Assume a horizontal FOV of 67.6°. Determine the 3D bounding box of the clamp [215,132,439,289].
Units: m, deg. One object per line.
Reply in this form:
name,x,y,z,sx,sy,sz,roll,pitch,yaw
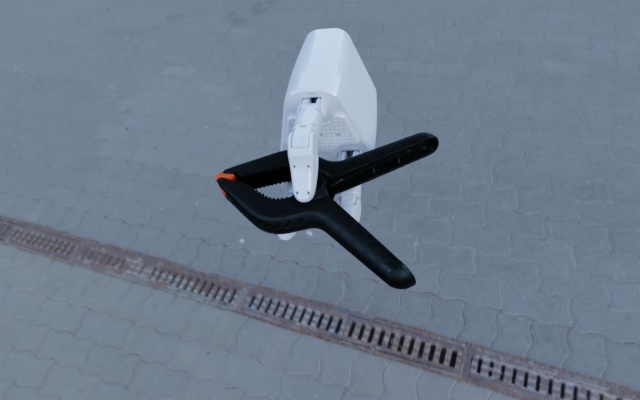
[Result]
clamp,-0.001,0.001,0.434,0.210,0.164,0.036,1,-39,12
